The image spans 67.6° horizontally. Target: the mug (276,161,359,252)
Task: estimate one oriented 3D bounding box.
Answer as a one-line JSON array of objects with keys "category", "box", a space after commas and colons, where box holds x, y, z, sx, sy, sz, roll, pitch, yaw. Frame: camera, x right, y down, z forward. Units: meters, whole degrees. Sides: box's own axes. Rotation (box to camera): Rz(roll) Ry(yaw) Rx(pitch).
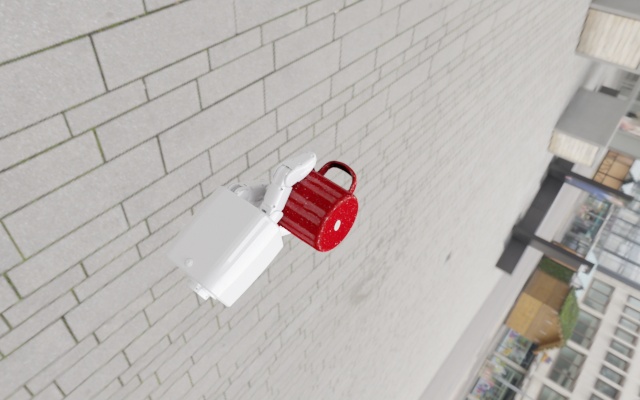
[{"category": "mug", "box": [0.001, 0.001, 0.594, 0.081, 0.117, 0.093, 32, -16, 27]}]
